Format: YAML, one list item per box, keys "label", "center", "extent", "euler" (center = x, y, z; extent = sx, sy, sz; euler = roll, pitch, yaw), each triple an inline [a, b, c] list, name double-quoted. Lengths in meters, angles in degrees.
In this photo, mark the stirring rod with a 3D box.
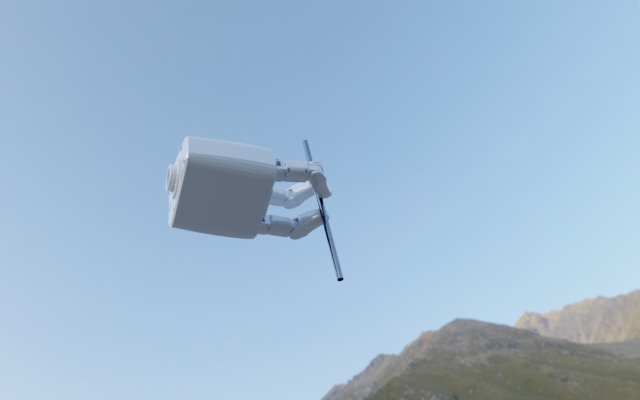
- label: "stirring rod"
  center: [0.000, 0.002, 0.623]
  extent: [0.011, 0.239, 0.011]
  euler: [-8, -41, -7]
